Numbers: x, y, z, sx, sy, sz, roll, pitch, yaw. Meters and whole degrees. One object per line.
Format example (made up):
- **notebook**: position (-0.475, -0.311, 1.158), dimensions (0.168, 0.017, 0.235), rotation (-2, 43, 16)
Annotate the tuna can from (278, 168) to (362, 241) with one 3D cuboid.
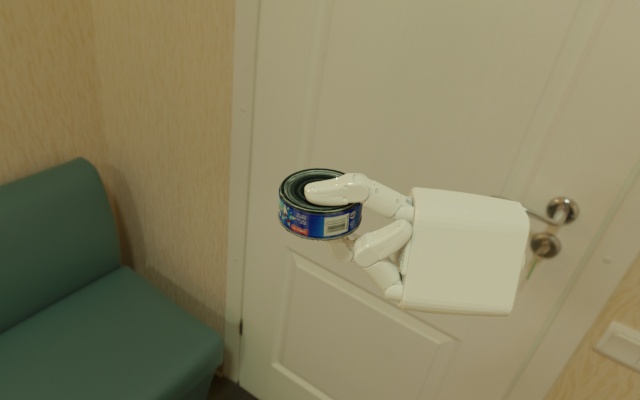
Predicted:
- **tuna can**: position (0.000, 0.001, 0.481), dimensions (0.086, 0.034, 0.086), rotation (2, 33, -1)
